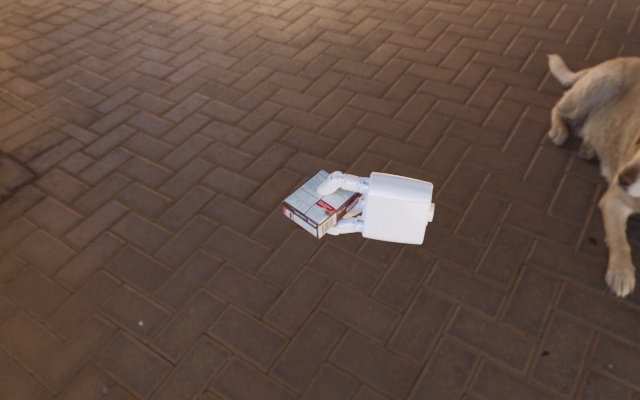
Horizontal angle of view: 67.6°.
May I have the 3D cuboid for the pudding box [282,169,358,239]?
[{"bbox_3d":[0.000,0.003,0.862,0.090,0.039,0.113,33,54,26],"label":"pudding box"}]
